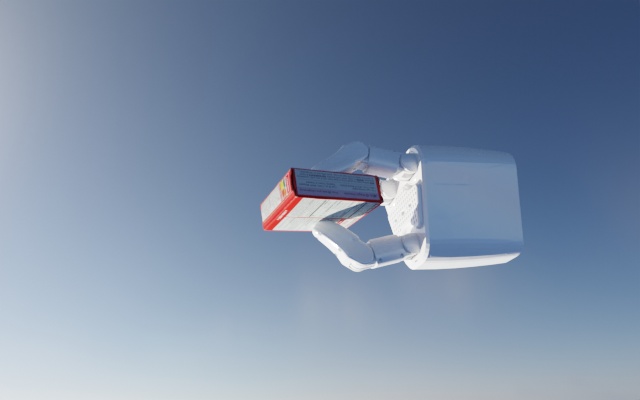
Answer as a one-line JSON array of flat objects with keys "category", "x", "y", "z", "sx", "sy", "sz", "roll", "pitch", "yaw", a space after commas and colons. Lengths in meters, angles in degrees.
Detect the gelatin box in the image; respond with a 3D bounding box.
[{"category": "gelatin box", "x": 0.000, "y": 0.002, "z": 0.430, "sx": 0.089, "sy": 0.030, "sz": 0.073, "roll": 3, "pitch": -26, "yaw": -28}]
